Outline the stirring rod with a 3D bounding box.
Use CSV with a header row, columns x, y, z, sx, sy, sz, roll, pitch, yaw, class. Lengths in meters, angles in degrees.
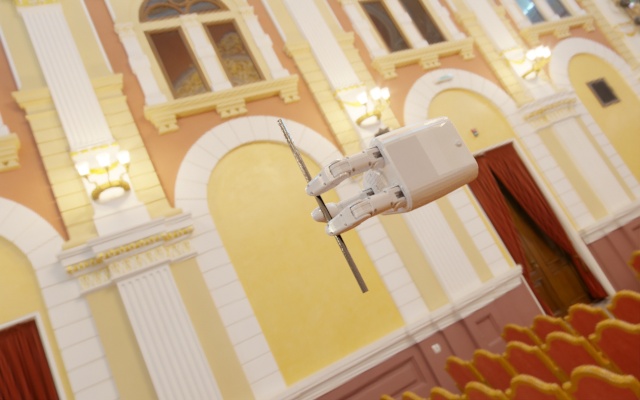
x,y,z,sx,sy,sz,roll,pitch,yaw,class
0.000,0.002,0.581,0.011,0.239,0.011,-25,-14,-7,stirring rod
